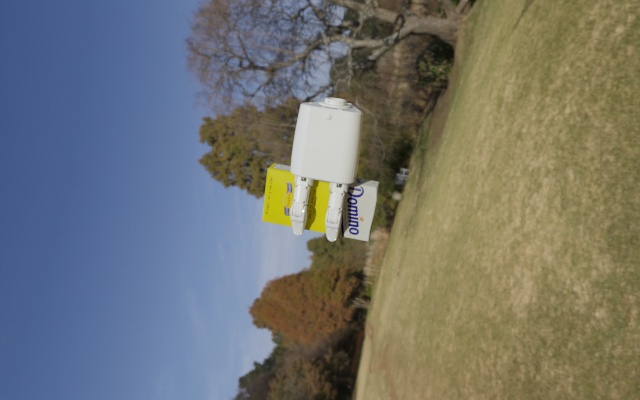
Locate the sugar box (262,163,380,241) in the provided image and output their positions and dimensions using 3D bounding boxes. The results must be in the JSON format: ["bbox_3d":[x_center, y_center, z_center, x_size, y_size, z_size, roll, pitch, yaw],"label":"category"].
[{"bbox_3d":[0.000,0.003,0.764,0.176,0.093,0.048,10,18,8],"label":"sugar box"}]
